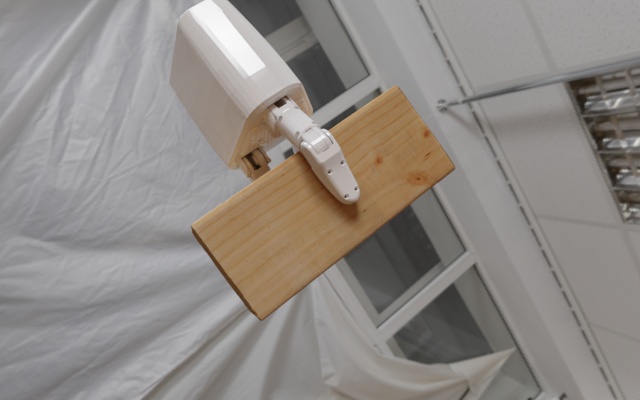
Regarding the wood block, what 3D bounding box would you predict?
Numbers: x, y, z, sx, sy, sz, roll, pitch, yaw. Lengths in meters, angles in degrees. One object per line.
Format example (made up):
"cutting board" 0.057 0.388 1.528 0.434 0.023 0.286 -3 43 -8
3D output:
"wood block" 0.000 0.001 0.418 0.206 0.090 0.091 -36 2 -16
